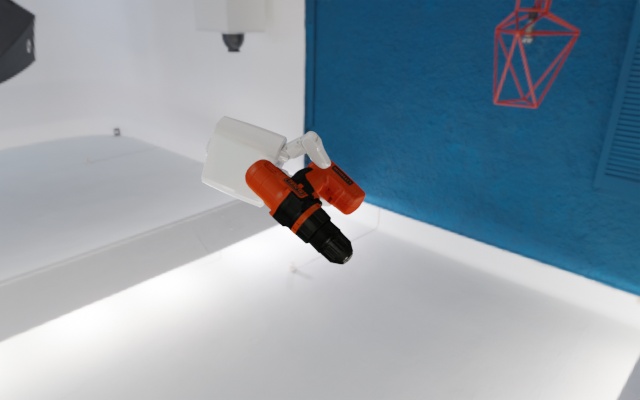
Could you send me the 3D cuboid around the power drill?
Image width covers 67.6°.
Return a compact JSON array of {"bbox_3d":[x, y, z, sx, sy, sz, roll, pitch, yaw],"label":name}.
[{"bbox_3d":[0.000,0.002,0.700,0.184,0.057,0.187,45,24,10],"label":"power drill"}]
